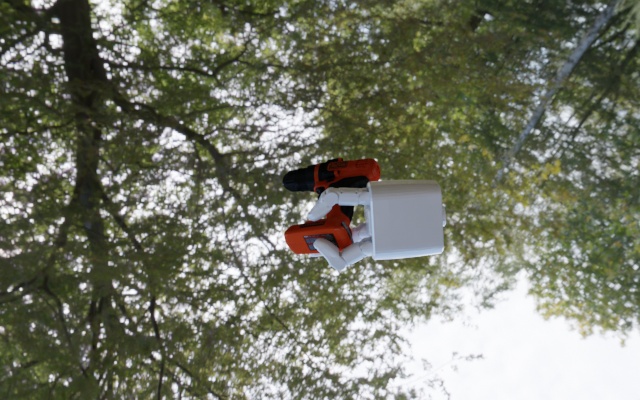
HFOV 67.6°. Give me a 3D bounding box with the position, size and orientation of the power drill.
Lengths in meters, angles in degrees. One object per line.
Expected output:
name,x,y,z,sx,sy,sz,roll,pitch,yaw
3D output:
power drill,0.000,0.003,0.803,0.184,0.187,0.057,-7,-48,24
